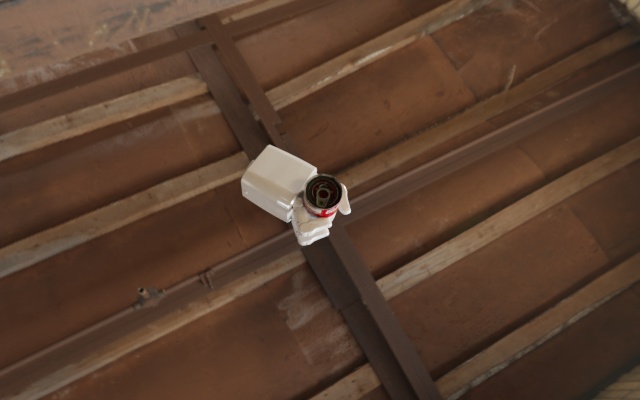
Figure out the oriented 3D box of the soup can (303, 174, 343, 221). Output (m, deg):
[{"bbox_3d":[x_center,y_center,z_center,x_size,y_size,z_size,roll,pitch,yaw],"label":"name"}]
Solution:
[{"bbox_3d":[0.001,0.003,0.877,0.068,0.068,0.102,0,-22,-6],"label":"soup can"}]
